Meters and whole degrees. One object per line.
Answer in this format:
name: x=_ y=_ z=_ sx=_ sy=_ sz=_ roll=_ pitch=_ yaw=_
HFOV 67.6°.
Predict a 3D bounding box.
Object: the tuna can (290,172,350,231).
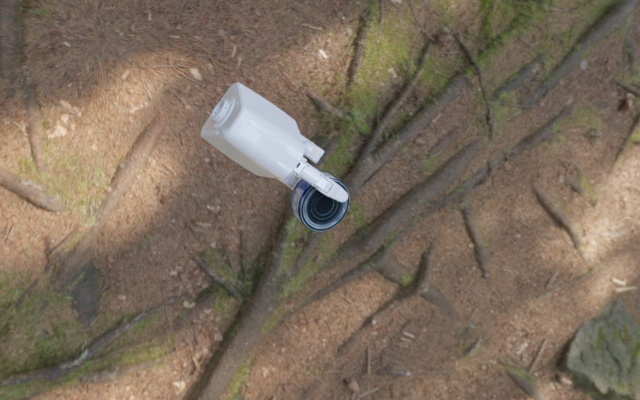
tuna can: x=0.000 y=0.003 z=0.714 sx=0.086 sy=0.086 sz=0.033 roll=0 pitch=20 yaw=-29
